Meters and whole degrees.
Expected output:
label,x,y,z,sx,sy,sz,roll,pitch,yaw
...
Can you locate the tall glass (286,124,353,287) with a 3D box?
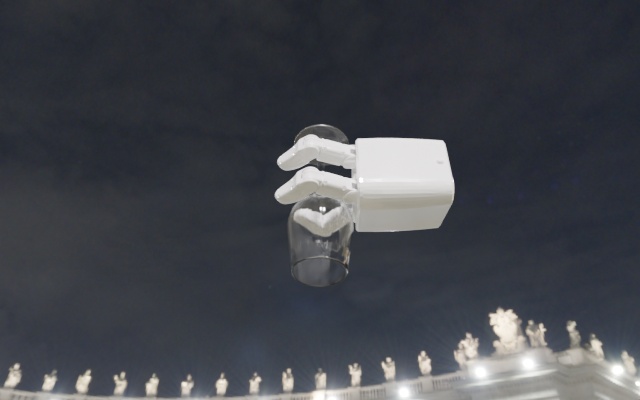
label,x,y,z,sx,sy,sz,roll,pitch,yaw
tall glass,0.000,0.001,0.580,0.079,0.200,0.079,1,-40,1
